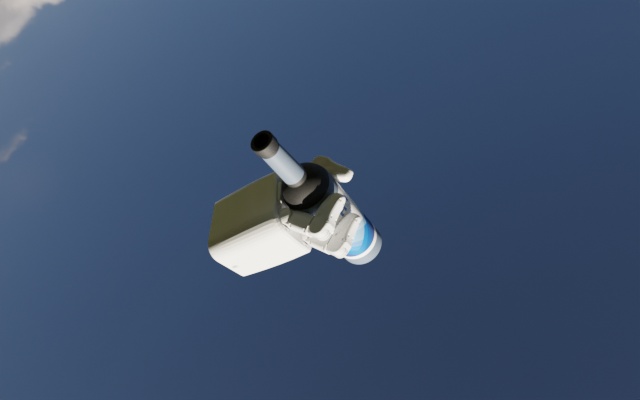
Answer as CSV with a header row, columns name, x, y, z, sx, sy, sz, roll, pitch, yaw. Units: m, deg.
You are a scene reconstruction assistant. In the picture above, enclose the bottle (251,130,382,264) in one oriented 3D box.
name,x,y,z,sx,sy,sz,roll,pitch,yaw
bottle,0.000,0.002,0.622,0.069,0.069,0.296,0,-26,29
